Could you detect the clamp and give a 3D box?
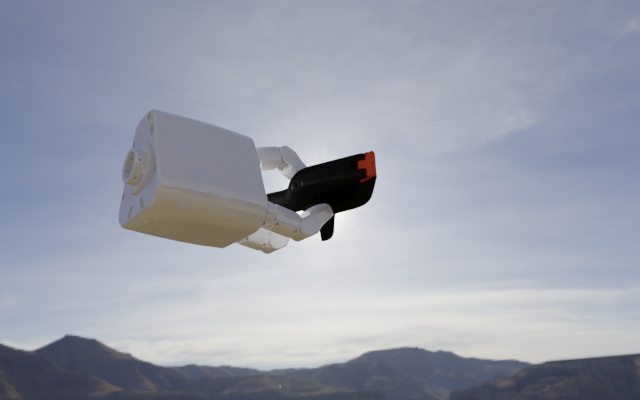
[{"bbox_3d":[0.000,0.001,0.553,0.164,0.036,0.210,15,-29,-38],"label":"clamp"}]
